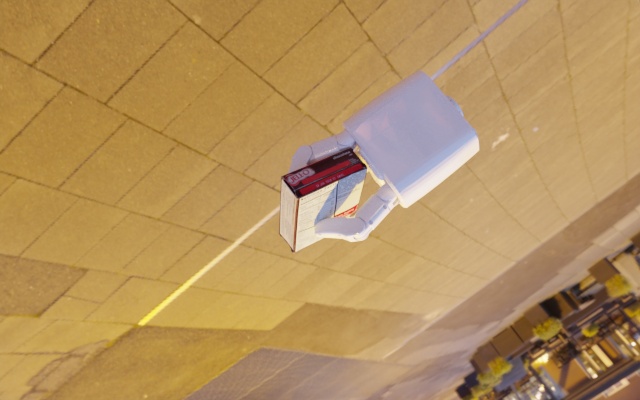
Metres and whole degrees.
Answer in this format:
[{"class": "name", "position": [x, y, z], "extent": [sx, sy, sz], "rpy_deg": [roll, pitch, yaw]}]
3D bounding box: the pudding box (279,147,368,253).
[{"class": "pudding box", "position": [0.000, 0.002, 0.541], "extent": [0.090, 0.039, 0.114], "rpy_deg": [-24, -33, -22]}]
